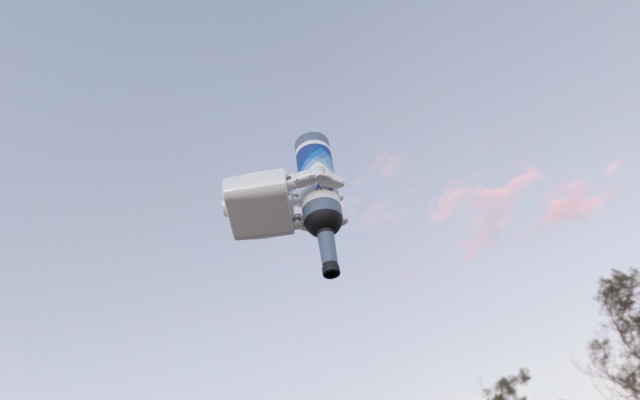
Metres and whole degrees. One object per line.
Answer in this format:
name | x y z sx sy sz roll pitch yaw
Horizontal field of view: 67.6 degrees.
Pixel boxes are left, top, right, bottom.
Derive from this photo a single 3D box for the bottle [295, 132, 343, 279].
bottle | 0.000 0.002 0.813 0.069 0.295 0.069 -5 -42 -4
